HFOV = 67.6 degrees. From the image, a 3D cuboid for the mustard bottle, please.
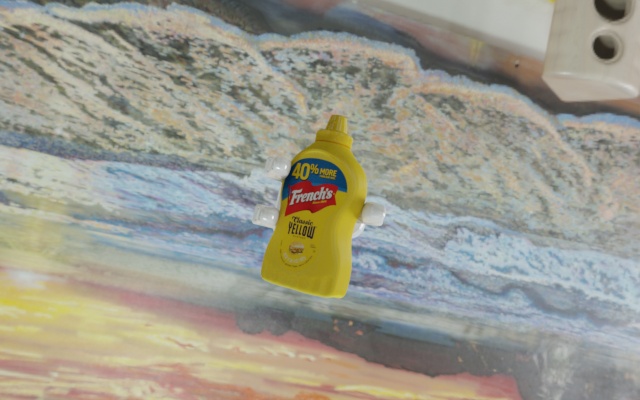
[{"bbox_3d":[0.000,0.002,0.514,0.096,0.191,0.058,9,-6,33],"label":"mustard bottle"}]
